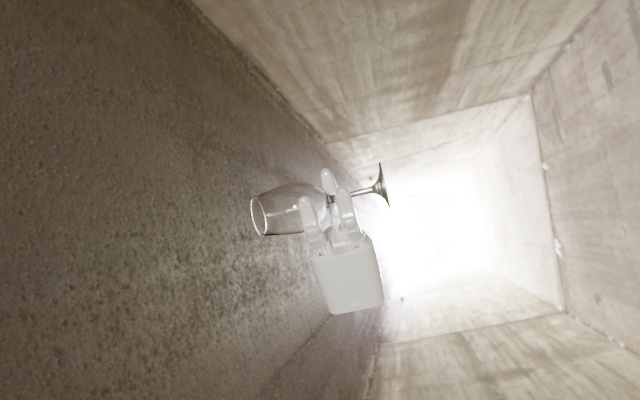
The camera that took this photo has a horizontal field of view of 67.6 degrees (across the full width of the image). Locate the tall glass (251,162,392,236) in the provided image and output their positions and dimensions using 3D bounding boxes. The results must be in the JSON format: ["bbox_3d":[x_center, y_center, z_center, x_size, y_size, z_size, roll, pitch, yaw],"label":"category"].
[{"bbox_3d":[0.001,0.002,0.715,0.201,0.079,0.079,-13,-2,8],"label":"tall glass"}]
